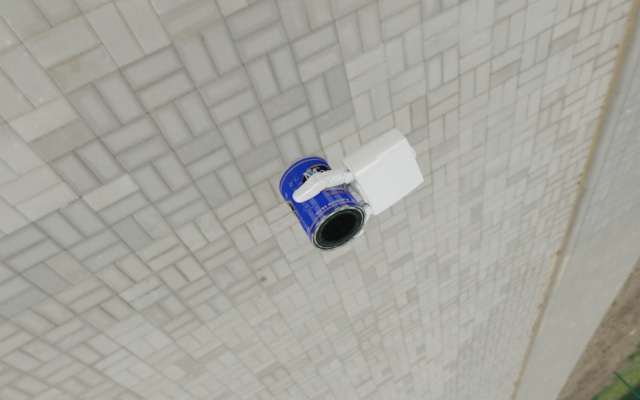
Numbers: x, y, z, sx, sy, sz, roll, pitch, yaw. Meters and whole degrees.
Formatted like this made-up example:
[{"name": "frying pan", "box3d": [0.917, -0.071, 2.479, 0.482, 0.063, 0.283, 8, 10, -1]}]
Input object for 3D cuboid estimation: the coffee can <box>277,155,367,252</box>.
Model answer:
[{"name": "coffee can", "box3d": [0.000, 0.003, 0.822, 0.103, 0.103, 0.140, 0, 40, -36]}]
